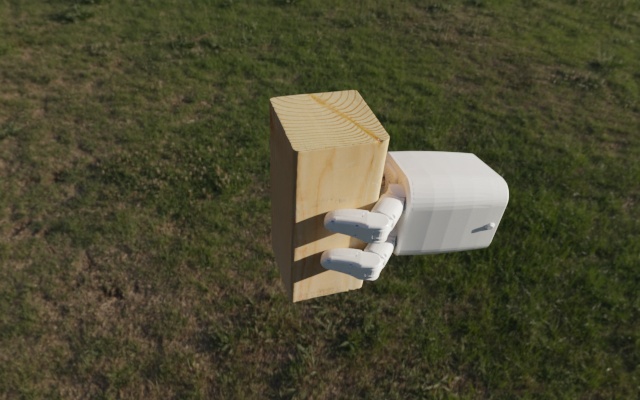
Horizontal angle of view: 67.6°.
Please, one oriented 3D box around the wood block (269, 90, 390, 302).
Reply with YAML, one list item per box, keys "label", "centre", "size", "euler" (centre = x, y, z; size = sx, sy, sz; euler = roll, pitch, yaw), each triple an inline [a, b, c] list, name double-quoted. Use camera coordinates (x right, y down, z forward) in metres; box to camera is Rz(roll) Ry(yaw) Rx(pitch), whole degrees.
- label: "wood block"
  centre: [0.000, 0.001, 0.499]
  size: [0.090, 0.206, 0.090]
  euler: [-9, 43, -15]
